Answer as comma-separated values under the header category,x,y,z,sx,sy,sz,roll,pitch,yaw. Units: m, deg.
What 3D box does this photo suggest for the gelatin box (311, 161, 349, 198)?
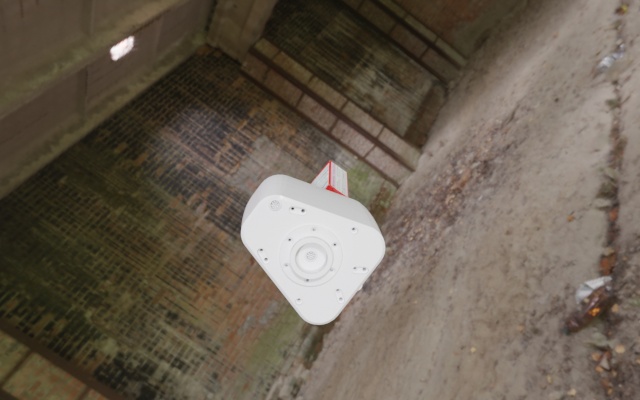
category,x,y,z,sx,sy,sz,roll,pitch,yaw
gelatin box,0.000,0.001,0.553,0.030,0.073,0.089,35,19,-13
